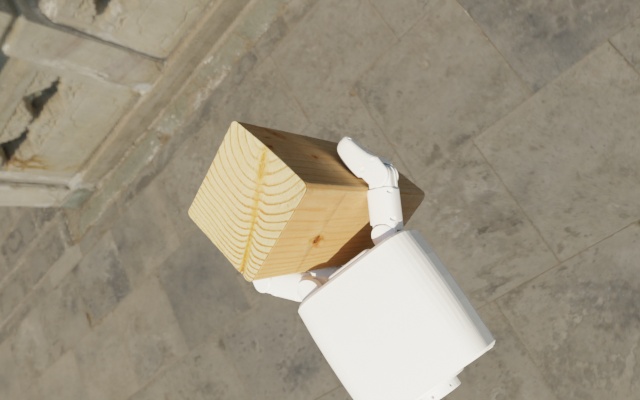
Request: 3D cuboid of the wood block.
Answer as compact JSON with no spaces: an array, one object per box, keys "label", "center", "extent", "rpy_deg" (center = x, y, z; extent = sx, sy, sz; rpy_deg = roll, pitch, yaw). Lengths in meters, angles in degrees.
[{"label":"wood block","center":[0.000,0.001,0.438],"extent":[0.090,0.091,0.206],"rpy_deg":[42,21,28]}]
